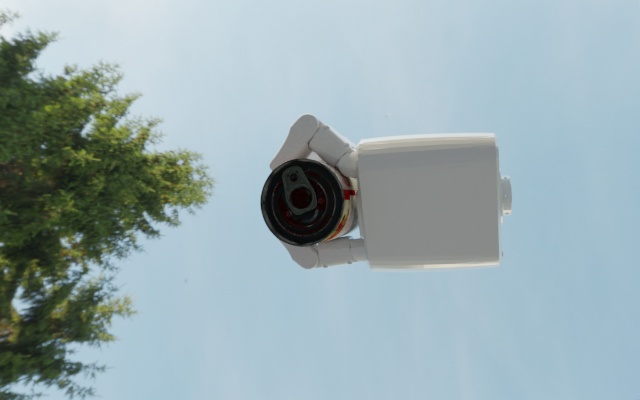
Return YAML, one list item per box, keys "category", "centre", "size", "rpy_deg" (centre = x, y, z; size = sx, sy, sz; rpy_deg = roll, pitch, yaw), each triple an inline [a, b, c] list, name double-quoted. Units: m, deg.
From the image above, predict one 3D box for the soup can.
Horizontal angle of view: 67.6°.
- category: "soup can"
  centre: [0.000, 0.001, 0.411]
  size: [0.068, 0.068, 0.102]
  rpy_deg: [0, 0, 17]
